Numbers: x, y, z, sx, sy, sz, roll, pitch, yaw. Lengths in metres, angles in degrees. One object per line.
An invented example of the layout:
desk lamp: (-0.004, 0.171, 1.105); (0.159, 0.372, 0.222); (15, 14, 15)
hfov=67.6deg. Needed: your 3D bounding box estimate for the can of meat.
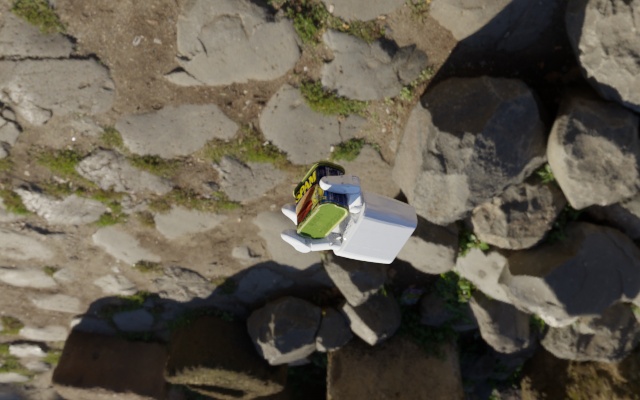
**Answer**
can of meat: (0.000, 0.003, 0.759); (0.057, 0.084, 0.102); (16, -43, -26)
